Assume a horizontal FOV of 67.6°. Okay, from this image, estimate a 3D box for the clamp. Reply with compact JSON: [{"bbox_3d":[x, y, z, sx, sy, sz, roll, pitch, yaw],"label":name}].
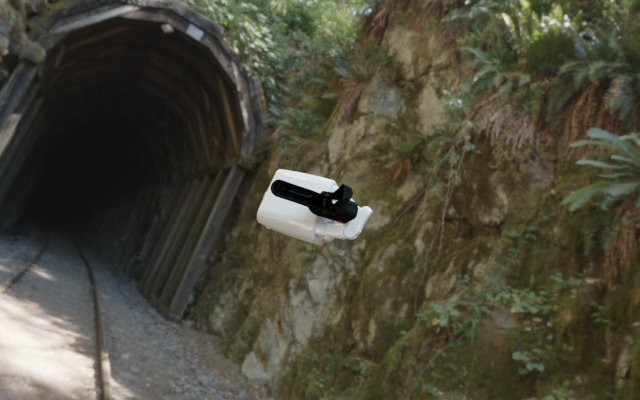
[{"bbox_3d":[0.000,0.002,0.721,0.120,0.039,0.171,13,-13,16],"label":"clamp"}]
